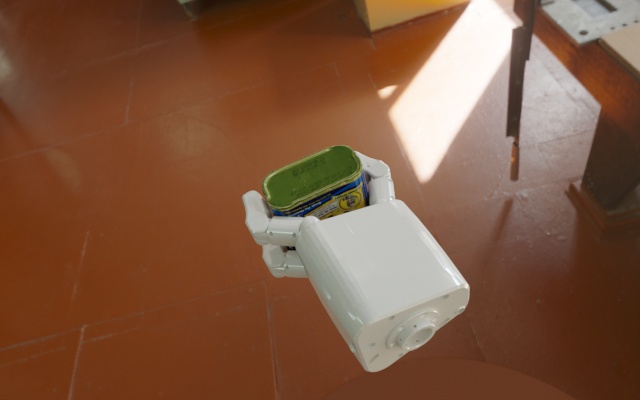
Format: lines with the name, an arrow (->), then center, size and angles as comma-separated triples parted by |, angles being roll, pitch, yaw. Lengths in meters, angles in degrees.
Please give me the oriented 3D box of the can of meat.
can of meat -> 0.000, 0.001, 0.477 | 0.102, 0.057, 0.084 | -25, -41, -5
